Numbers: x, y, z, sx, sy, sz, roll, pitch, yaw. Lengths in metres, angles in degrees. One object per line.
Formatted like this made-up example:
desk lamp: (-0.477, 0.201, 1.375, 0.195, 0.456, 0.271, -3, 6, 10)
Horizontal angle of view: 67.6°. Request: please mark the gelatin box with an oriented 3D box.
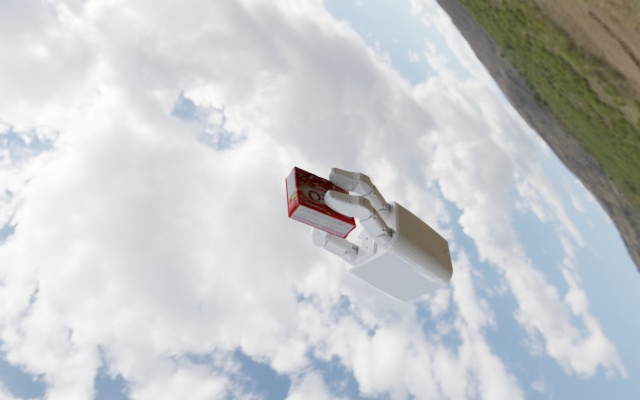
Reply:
gelatin box: (0.000, 0.002, 0.614, 0.089, 0.073, 0.030, 22, -54, -25)
